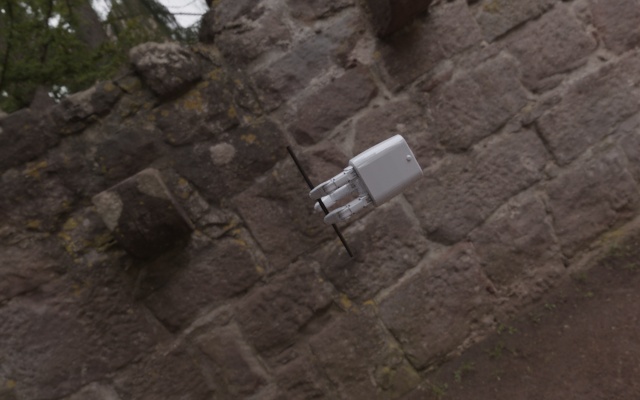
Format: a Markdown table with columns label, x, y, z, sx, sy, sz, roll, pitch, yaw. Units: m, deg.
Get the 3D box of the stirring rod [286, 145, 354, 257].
| label | x | y | z | sx | sy | sz | roll | pitch | yaw |
| --- | --- | --- | --- | --- | --- | --- | --- | --- | --- |
| stirring rod | 0.000 | 0.003 | 0.895 | 0.011 | 0.239 | 0.011 | -30 | 6 | 3 |
